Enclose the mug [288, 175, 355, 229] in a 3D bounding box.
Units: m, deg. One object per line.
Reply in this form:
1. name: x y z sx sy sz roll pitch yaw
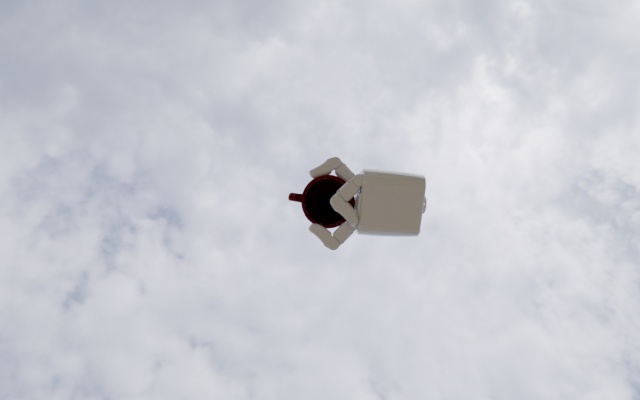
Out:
1. mug: -0.001 0.003 0.860 0.117 0.093 0.081 6 -3 -1
